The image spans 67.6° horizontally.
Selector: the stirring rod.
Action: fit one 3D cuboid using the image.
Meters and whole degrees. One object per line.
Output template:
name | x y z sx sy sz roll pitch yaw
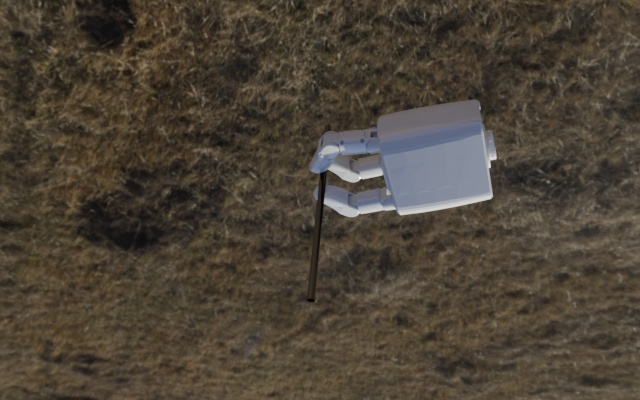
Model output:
stirring rod | 0.000 0.002 0.538 0.011 0.239 0.011 4 -37 3
